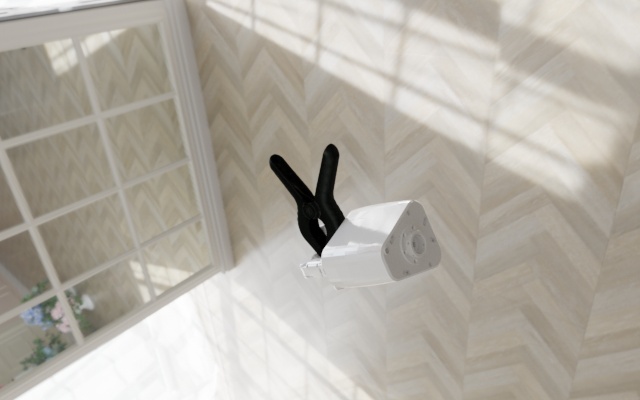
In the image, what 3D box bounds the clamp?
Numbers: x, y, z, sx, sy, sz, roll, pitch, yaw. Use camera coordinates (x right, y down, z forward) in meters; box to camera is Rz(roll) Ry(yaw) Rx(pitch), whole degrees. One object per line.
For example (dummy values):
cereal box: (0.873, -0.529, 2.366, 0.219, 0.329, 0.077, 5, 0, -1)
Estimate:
clamp: (0.000, 0.003, 0.660, 0.039, 0.171, 0.120, -32, 11, -40)
